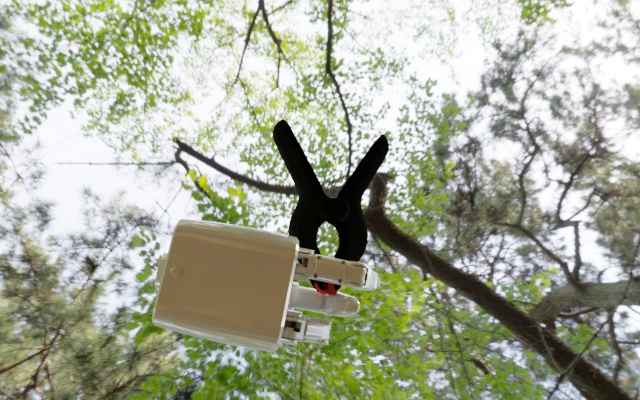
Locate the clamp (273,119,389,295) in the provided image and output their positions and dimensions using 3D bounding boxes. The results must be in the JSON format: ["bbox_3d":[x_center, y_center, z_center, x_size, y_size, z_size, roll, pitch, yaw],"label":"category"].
[{"bbox_3d":[0.000,0.002,0.464,0.120,0.171,0.039,13,-16,-9],"label":"clamp"}]
